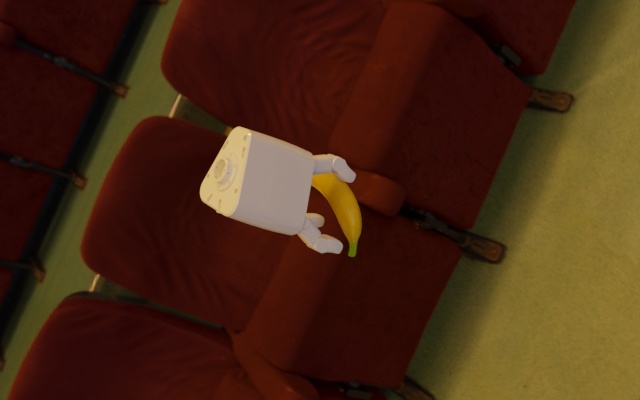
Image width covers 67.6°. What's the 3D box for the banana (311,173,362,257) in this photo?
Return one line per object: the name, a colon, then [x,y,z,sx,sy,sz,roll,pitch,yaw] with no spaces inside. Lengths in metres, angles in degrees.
banana: [0.012,-0.009,0.714,0.037,0.070,0.197,12,34,-42]
